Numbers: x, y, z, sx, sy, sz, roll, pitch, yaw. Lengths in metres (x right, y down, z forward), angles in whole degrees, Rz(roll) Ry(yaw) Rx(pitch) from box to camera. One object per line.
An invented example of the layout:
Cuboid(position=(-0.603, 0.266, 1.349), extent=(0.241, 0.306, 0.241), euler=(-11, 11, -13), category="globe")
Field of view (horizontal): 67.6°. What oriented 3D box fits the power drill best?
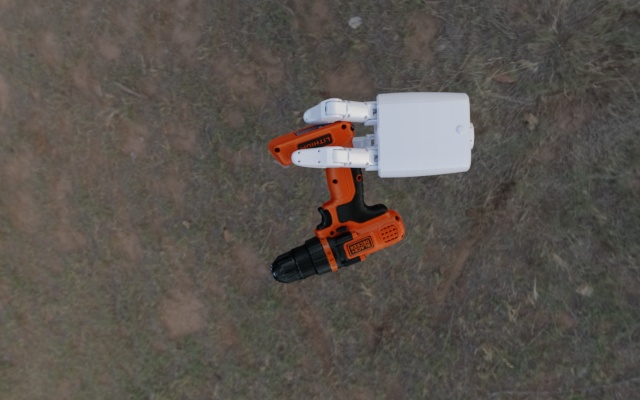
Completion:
Cuboid(position=(0.000, 0.001, 0.609), extent=(0.184, 0.188, 0.057), euler=(-22, 19, -6), category="power drill")
